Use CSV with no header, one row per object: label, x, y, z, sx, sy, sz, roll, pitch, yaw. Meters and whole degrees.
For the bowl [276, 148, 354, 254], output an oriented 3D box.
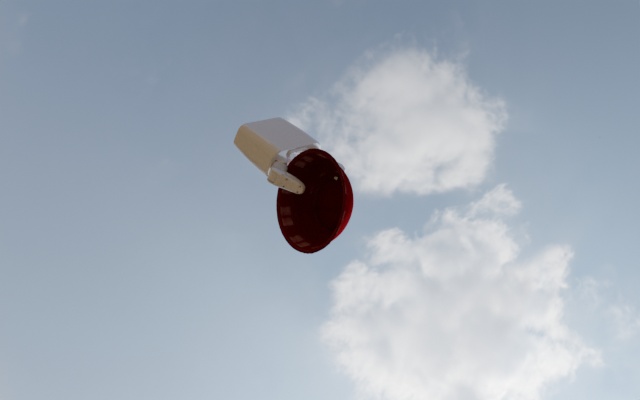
bowl,0.001,0.003,0.747,0.055,0.162,0.162,6,-4,-42
